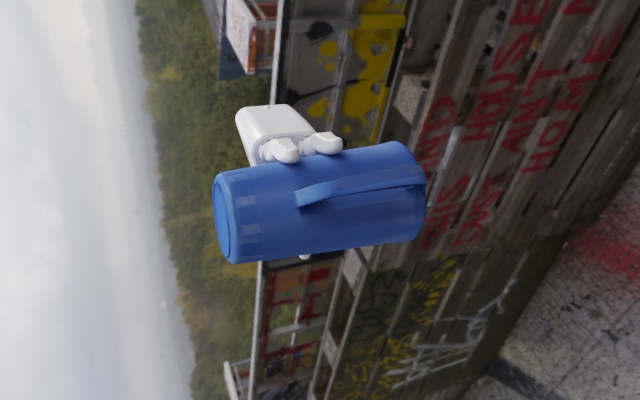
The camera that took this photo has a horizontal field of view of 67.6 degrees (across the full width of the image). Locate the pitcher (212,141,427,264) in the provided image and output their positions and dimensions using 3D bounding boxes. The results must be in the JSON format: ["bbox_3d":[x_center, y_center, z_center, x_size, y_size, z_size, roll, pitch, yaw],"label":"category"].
[{"bbox_3d":[0.000,0.002,0.581,0.243,0.149,0.145,-9,38,-21],"label":"pitcher"}]
